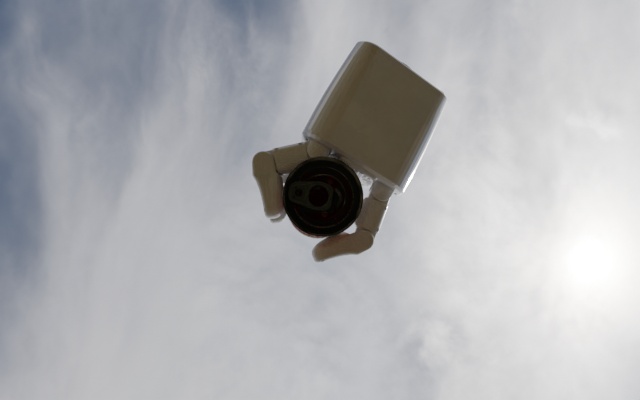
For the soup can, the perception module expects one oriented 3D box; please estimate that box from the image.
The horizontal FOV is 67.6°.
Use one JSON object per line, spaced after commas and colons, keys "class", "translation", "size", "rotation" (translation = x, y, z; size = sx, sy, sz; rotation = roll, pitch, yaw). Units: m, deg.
{"class": "soup can", "translation": [0.000, 0.002, 0.447], "size": [0.068, 0.068, 0.102], "rotation": [0, -6, -2]}
